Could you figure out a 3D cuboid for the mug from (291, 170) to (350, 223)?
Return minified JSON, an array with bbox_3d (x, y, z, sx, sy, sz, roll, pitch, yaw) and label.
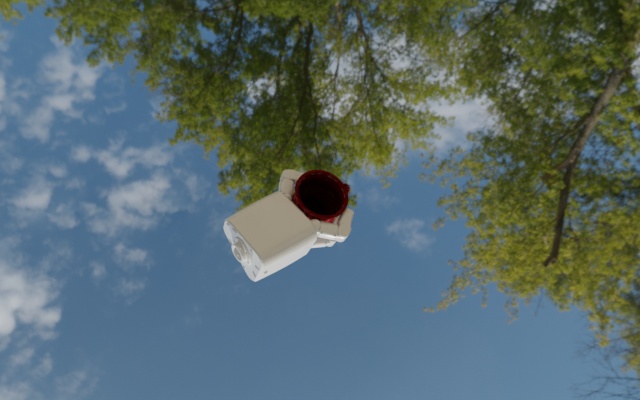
[{"bbox_3d":[0.001,0.002,0.827,0.117,0.093,0.081,-27,-17,-30],"label":"mug"}]
